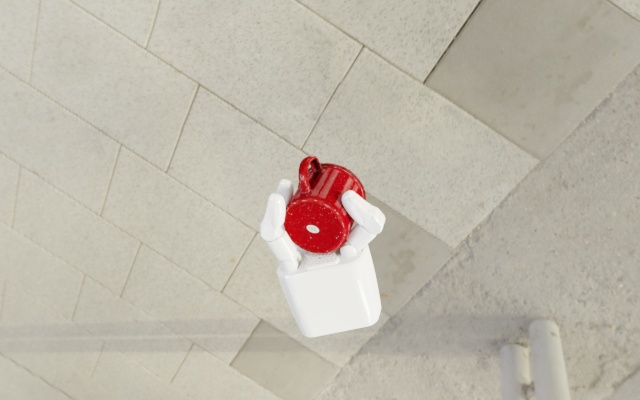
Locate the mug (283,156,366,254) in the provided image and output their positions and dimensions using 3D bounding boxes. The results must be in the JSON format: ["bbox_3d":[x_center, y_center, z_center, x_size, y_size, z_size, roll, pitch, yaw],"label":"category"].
[{"bbox_3d":[0.000,0.001,0.589,0.093,0.117,0.081,-6,28,22],"label":"mug"}]
